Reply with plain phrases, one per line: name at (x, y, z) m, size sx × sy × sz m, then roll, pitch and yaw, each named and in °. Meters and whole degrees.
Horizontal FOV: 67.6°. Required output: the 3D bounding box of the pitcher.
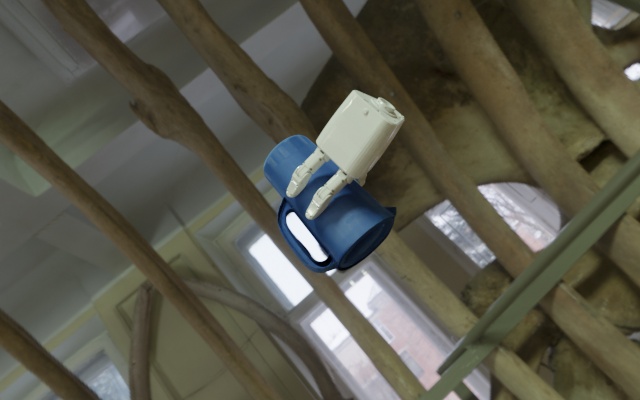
pitcher at (0.000, 0.003, 0.847) m, size 0.242 × 0.145 × 0.149 m, roll 47°, pitch 28°, yaw 22°
